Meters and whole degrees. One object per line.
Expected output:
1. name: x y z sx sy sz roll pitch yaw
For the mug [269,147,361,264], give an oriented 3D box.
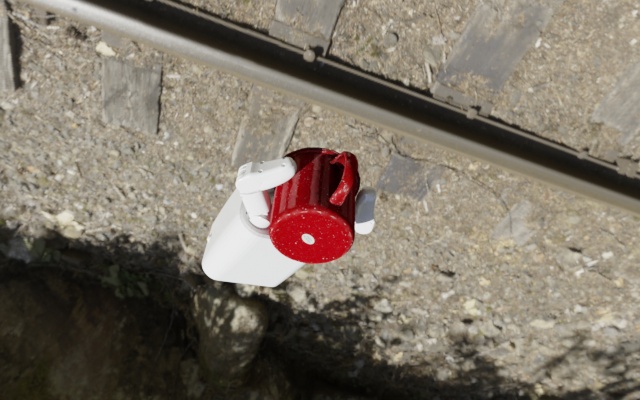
1. mug: 0.001 0.001 0.464 0.093 0.081 0.117 27 -49 -21
